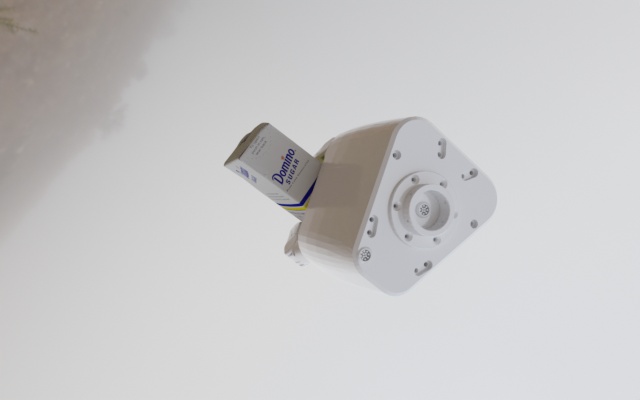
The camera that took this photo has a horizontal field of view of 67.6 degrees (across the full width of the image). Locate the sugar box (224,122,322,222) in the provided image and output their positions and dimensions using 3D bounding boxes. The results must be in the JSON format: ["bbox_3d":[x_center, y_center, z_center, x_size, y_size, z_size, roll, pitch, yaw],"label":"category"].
[{"bbox_3d":[0.001,0.001,0.435,0.176,0.048,0.093,39,-11,-16],"label":"sugar box"}]
